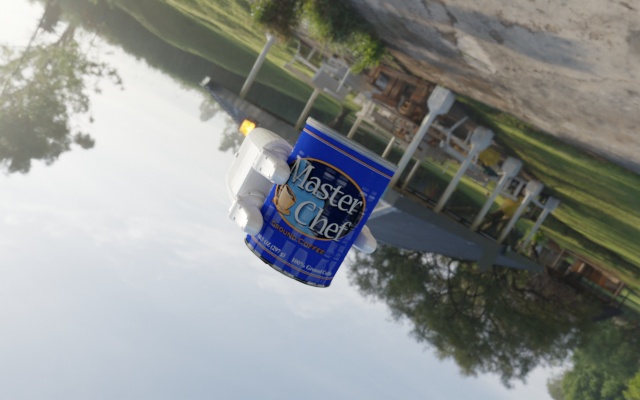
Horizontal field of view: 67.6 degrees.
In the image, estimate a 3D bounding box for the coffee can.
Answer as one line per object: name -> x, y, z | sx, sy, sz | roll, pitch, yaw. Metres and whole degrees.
coffee can -> 0.000, 0.002, 0.484 | 0.103, 0.140, 0.103 | 29, 8, -4
